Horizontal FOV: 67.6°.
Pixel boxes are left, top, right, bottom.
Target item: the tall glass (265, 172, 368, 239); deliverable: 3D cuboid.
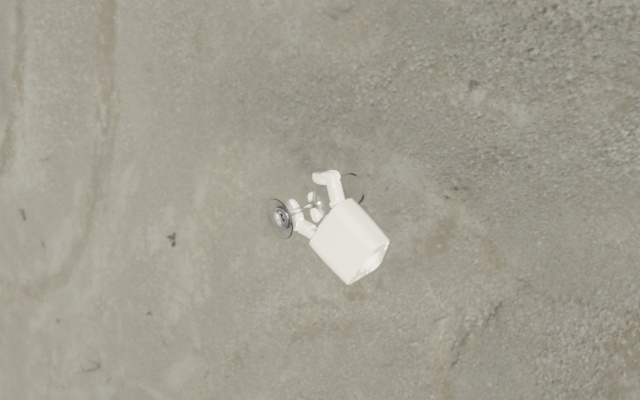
[{"bbox_3d":[0.000,0.003,0.884,0.201,0.079,0.079,-23,15,-38],"label":"tall glass"}]
